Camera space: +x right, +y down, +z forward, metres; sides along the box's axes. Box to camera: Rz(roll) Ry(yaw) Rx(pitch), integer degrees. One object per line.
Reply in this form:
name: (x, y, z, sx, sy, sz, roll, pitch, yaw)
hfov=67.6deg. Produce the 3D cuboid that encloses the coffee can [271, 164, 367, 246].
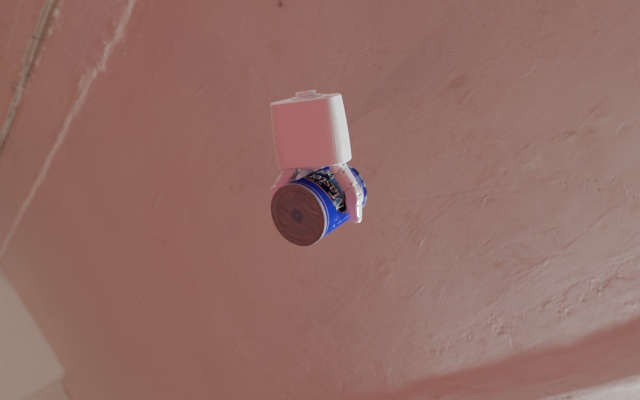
coffee can: (0.000, 0.003, 0.794, 0.103, 0.103, 0.140, 0, 18, 34)
